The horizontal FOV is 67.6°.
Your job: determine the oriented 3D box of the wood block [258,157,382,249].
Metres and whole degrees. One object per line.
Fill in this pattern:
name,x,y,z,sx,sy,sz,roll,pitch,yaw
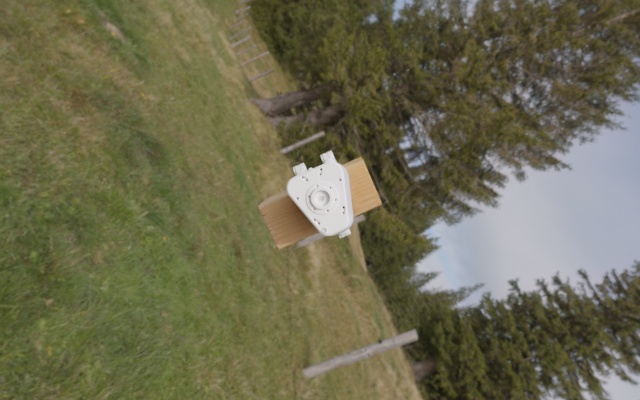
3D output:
wood block,0.000,0.003,0.897,0.206,0.091,0.090,-23,7,5
